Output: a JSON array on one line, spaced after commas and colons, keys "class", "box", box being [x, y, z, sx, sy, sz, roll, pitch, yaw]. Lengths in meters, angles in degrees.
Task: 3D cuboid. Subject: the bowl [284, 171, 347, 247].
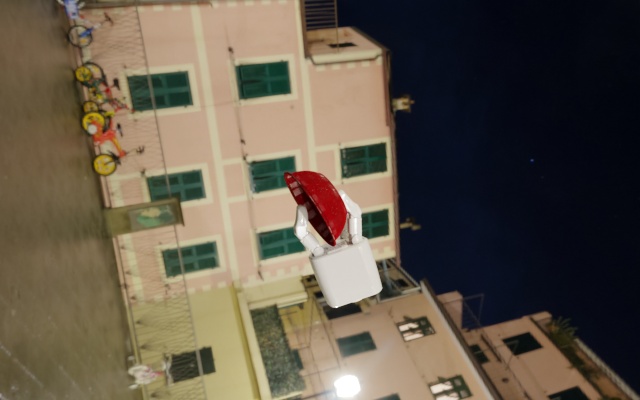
[{"class": "bowl", "box": [0.000, 0.002, 0.865, 0.055, 0.162, 0.162, -34, 7, -11]}]
